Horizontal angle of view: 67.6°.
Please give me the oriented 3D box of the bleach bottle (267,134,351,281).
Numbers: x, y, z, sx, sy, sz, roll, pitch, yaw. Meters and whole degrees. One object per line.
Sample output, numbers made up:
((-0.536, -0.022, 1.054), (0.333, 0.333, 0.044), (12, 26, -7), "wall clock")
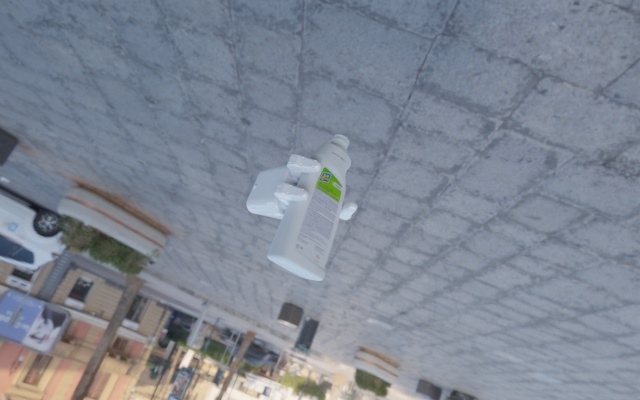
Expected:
((0.000, 0.003, 0.822), (0.103, 0.250, 0.068), (35, -23, -33), "bleach bottle")
